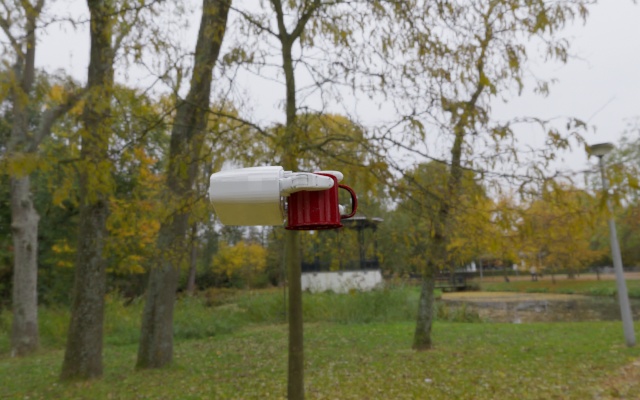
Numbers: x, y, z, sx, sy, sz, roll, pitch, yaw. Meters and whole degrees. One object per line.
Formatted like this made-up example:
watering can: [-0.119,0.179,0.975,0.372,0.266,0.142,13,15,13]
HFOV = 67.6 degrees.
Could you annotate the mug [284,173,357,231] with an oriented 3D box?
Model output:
mug: [0.002,0.002,0.756,0.117,0.081,0.093,-2,-8,-2]
